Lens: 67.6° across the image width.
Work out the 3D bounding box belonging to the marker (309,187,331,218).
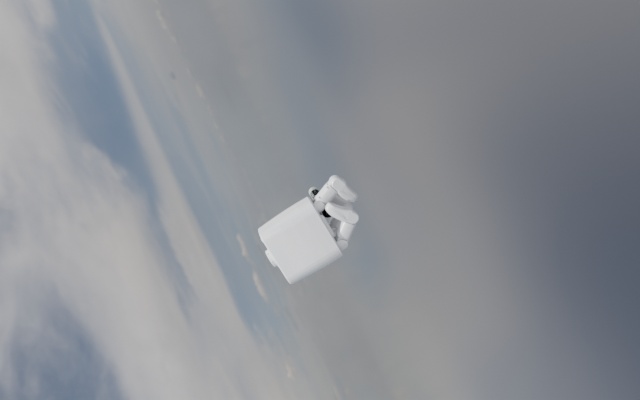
[{"bbox_3d":[0.000,0.003,0.861,0.020,0.020,0.121,0,20,-14],"label":"marker"}]
